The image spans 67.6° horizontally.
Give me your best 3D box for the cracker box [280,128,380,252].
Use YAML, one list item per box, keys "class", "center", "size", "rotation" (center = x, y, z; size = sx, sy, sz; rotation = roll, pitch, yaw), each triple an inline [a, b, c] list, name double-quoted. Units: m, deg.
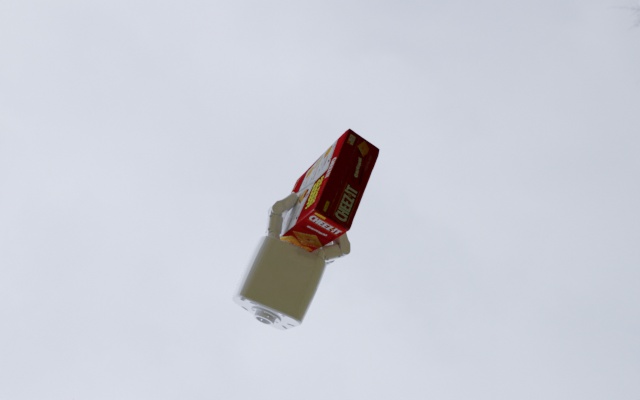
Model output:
- class: "cracker box"
  center: [0.000, 0.003, 0.803]
  size: [0.072, 0.164, 0.214]
  rotation: [30, -31, -13]
